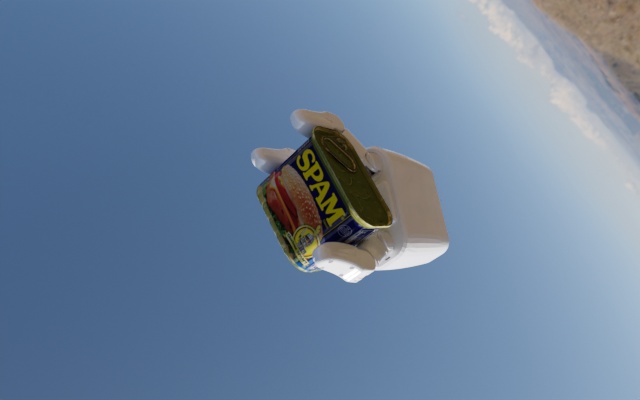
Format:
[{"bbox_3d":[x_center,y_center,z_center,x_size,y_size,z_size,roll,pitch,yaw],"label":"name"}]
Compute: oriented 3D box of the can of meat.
[{"bbox_3d":[0.000,0.002,0.420,0.084,0.102,0.057,-39,-23,30],"label":"can of meat"}]
